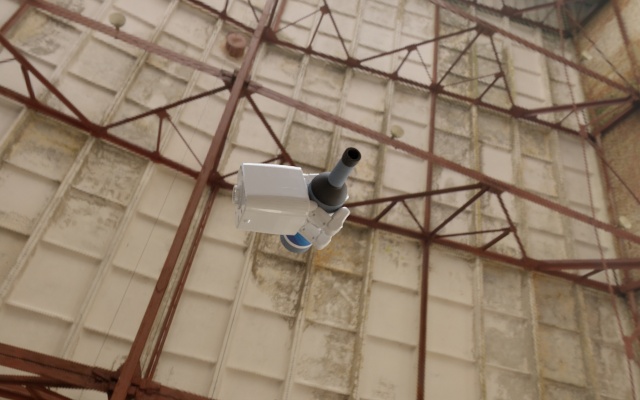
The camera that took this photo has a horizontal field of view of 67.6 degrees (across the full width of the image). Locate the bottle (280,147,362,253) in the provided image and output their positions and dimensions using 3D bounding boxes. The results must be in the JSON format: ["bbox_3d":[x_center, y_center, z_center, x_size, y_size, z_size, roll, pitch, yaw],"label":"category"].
[{"bbox_3d":[0.000,0.003,0.835,0.069,0.069,0.296,0,-30,-23],"label":"bottle"}]
